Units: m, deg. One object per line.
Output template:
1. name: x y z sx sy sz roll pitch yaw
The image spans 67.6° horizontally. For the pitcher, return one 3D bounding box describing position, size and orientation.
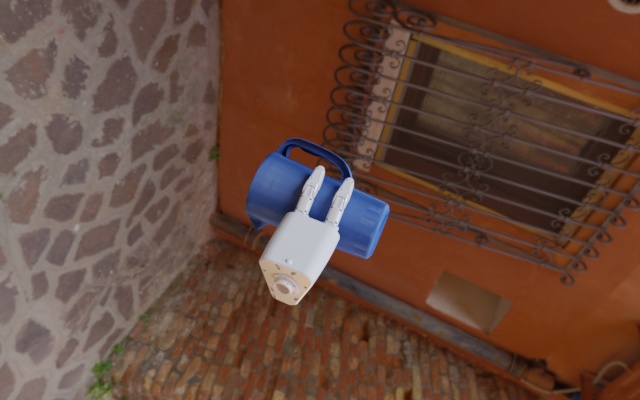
1. pitcher: 0.000 0.003 0.870 0.243 0.149 0.145 22 49 10
